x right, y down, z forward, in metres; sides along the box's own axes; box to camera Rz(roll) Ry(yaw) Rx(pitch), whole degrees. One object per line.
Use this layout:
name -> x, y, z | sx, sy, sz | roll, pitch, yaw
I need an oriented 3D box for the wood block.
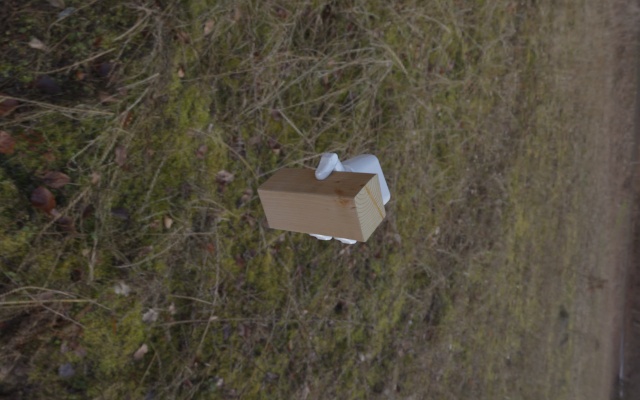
wood block -> 0.000, 0.002, 0.865 | 0.206, 0.091, 0.090 | 5, 33, 33
